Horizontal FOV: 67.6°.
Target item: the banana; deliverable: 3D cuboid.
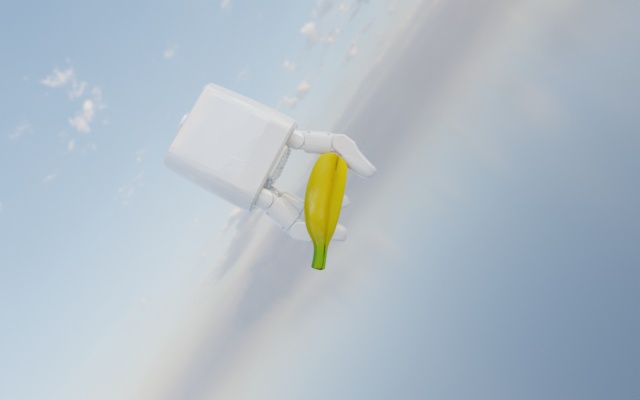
[{"bbox_3d":[0.005,-0.013,0.489,0.037,0.070,0.197,17,27,-1],"label":"banana"}]
